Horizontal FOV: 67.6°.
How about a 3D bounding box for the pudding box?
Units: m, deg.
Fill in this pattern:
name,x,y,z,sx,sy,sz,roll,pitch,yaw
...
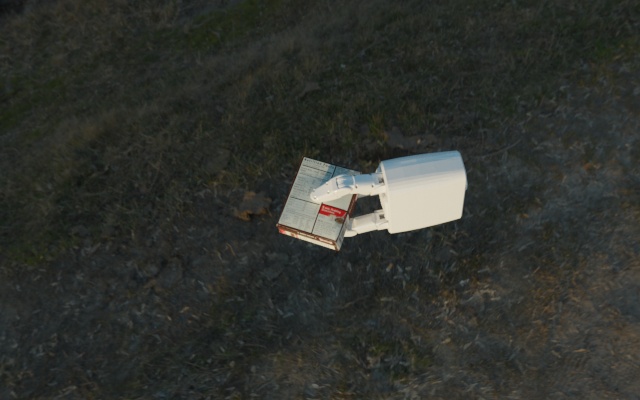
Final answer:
name,x,y,z,sx,sy,sz,roll,pitch,yaw
pudding box,0.000,0.002,0.666,0.090,0.113,0.039,16,-20,12
